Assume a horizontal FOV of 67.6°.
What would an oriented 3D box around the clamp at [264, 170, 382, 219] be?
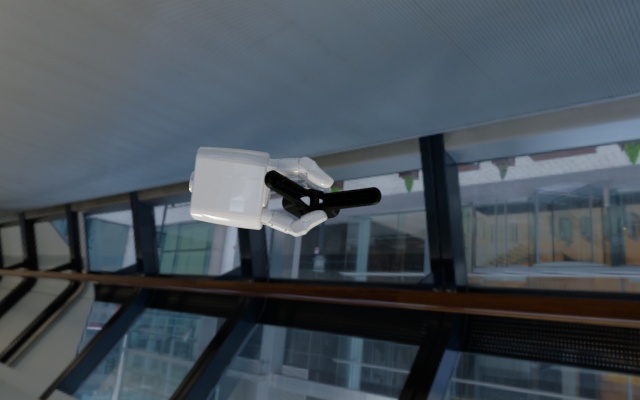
[{"bbox_3d":[0.000,0.003,0.742,0.164,0.036,0.210,9,-14,-1],"label":"clamp"}]
